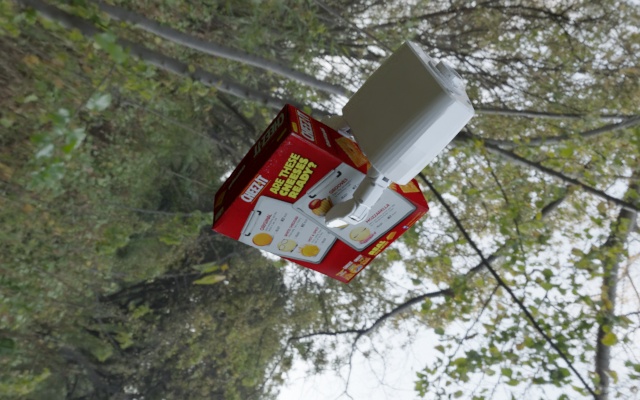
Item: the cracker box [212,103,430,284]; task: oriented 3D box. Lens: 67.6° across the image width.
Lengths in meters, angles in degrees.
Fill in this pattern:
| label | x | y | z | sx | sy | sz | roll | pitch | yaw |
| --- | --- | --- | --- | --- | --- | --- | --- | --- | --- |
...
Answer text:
| label | x | y | z | sx | sy | sz | roll | pitch | yaw |
| --- | --- | --- | --- | --- | --- | --- | --- | --- | --- |
| cracker box | 0.000 | 0.002 | 0.593 | 0.214 | 0.072 | 0.164 | 27 | -58 | -29 |
